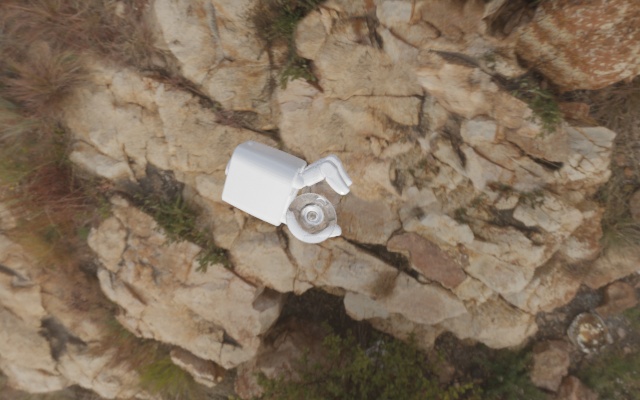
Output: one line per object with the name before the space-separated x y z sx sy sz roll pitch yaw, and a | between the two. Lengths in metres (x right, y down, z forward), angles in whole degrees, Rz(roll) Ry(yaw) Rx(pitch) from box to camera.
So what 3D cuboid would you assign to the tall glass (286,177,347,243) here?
tall glass | 0.000 0.003 0.778 0.079 0.079 0.201 0 14 9
